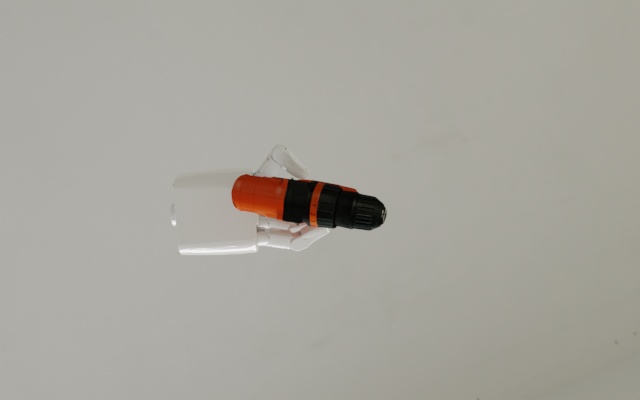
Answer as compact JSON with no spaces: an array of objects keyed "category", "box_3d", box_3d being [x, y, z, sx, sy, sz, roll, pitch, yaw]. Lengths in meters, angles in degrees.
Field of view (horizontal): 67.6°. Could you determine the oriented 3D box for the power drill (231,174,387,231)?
[{"category":"power drill","box_3d":[0.000,0.002,0.622,0.184,0.057,0.187,11,1,12]}]
